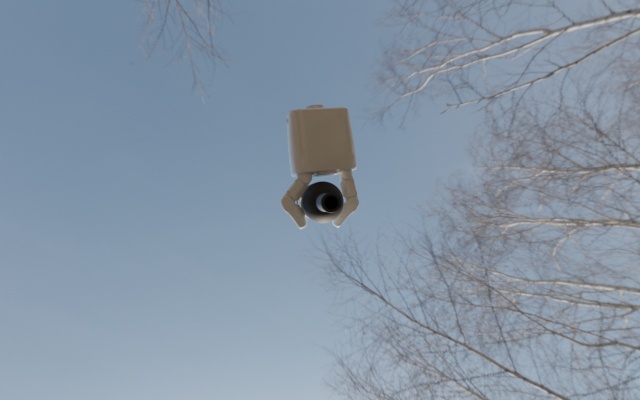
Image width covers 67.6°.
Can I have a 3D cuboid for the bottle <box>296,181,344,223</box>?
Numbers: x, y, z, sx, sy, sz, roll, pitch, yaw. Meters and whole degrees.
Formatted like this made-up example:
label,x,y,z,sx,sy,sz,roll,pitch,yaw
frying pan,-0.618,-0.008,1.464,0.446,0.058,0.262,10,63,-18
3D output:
label,x,y,z,sx,sy,sz,roll,pitch,yaw
bottle,0.000,0.003,0.792,0.069,0.069,0.295,0,0,-6
